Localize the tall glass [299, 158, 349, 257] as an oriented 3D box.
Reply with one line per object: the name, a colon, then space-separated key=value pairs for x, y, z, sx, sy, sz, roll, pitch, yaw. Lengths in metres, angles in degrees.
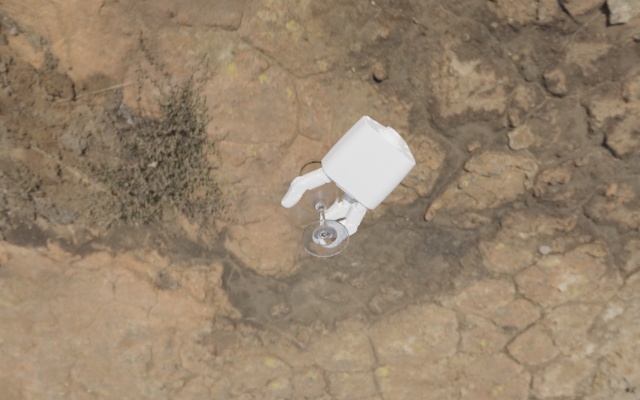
tall glass: x=0.000 y=0.003 z=0.820 sx=0.079 sy=0.079 sz=0.201 roll=0 pitch=35 yaw=-6
